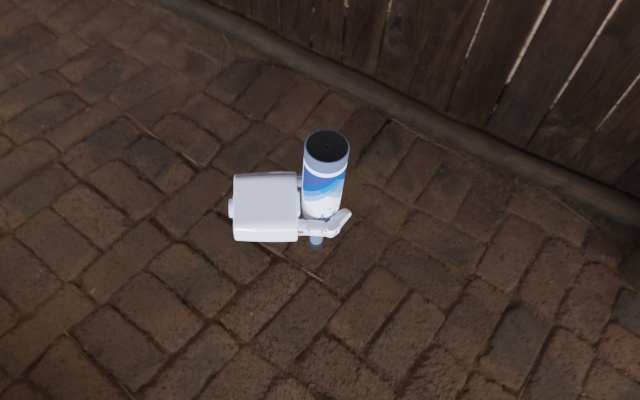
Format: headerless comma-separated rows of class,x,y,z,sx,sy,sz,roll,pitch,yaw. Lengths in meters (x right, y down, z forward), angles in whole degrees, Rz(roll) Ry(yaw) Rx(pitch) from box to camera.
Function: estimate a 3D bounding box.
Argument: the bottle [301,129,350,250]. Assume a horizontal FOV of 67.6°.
bottle,0.000,0.003,0.820,0.069,0.069,0.296,0,-34,-5
